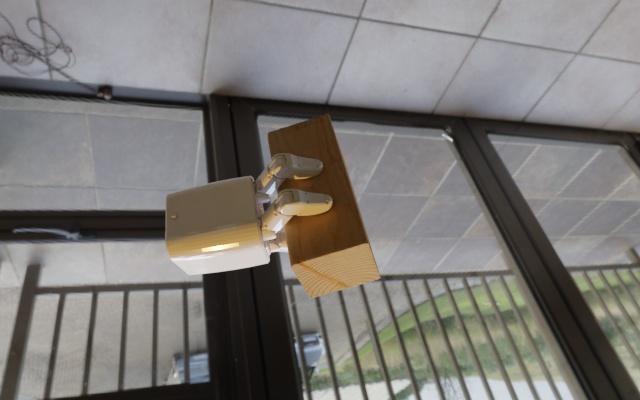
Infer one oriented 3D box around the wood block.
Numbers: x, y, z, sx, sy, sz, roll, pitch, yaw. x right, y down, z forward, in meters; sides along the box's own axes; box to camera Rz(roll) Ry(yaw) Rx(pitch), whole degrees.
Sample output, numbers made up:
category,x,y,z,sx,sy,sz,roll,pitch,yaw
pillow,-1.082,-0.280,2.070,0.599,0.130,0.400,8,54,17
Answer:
category,x,y,z,sx,sy,sz,roll,pitch,yaw
wood block,0.000,0.002,0.599,0.090,0.206,0.091,-17,-37,4
